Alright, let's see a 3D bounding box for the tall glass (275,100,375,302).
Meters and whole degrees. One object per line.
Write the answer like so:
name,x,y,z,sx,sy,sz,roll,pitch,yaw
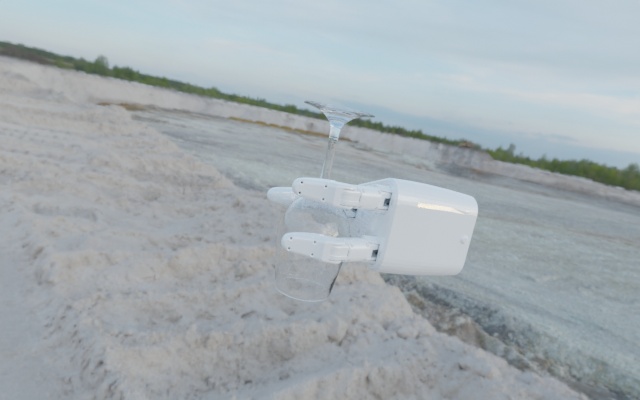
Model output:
tall glass,0.000,0.001,0.505,0.079,0.201,0.079,12,10,-2
